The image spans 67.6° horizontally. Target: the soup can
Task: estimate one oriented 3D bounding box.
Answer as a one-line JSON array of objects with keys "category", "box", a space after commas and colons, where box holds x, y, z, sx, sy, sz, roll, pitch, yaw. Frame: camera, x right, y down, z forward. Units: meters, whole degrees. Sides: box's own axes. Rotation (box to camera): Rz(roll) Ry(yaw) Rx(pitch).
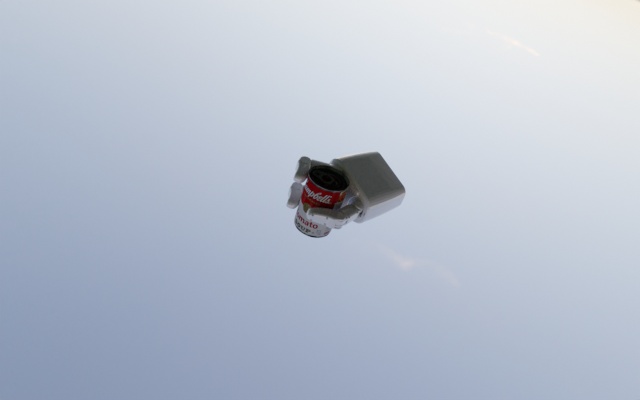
[{"category": "soup can", "box": [0.000, 0.003, 0.782, 0.068, 0.102, 0.068, 13, 36, -10]}]
